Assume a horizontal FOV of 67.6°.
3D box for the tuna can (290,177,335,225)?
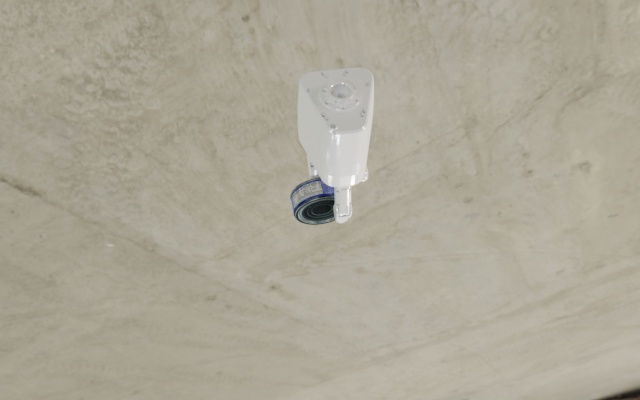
[{"bbox_3d":[0.000,0.003,0.704,0.086,0.033,0.086,-9,-29,-5],"label":"tuna can"}]
